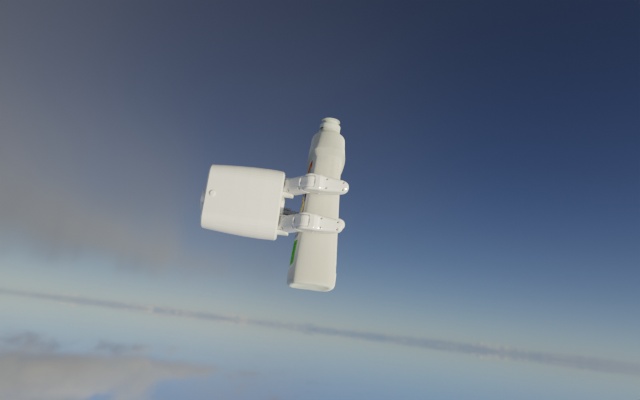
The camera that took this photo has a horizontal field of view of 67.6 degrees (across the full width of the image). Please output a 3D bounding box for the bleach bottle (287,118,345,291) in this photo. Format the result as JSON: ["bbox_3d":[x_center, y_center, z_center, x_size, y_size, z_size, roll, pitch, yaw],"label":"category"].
[{"bbox_3d":[0.000,0.002,0.703,0.068,0.250,0.102,8,-15,-4],"label":"bleach bottle"}]
